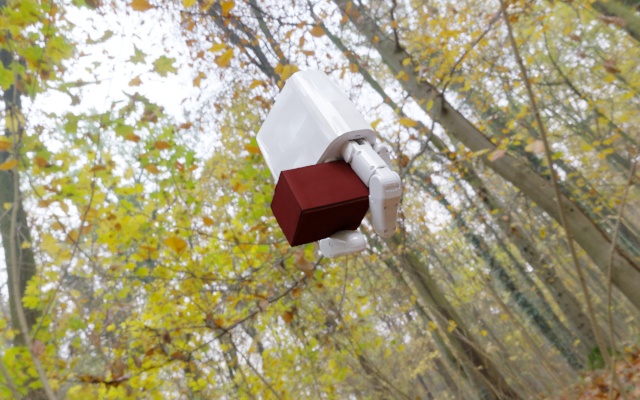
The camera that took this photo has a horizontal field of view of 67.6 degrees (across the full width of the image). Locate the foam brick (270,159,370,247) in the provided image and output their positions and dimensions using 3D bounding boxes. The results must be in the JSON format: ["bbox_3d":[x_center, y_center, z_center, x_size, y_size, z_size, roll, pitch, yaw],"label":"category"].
[{"bbox_3d":[0.000,0.002,0.448,0.078,0.051,0.053,-12,-35,-30],"label":"foam brick"}]
